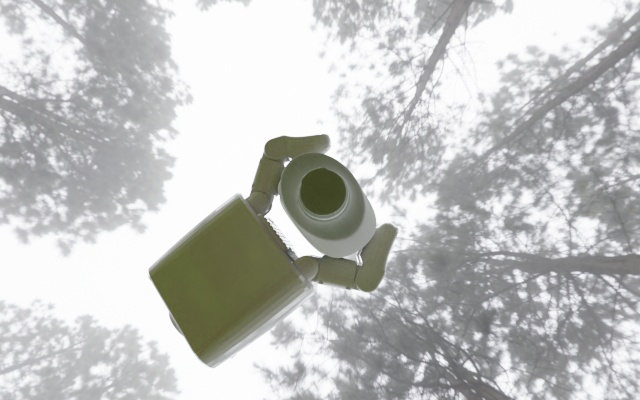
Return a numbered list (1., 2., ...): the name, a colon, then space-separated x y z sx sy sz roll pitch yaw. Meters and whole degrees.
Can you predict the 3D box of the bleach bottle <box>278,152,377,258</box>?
1. bleach bottle: 0.000 0.001 0.407 0.068 0.102 0.251 -38 -6 -2
